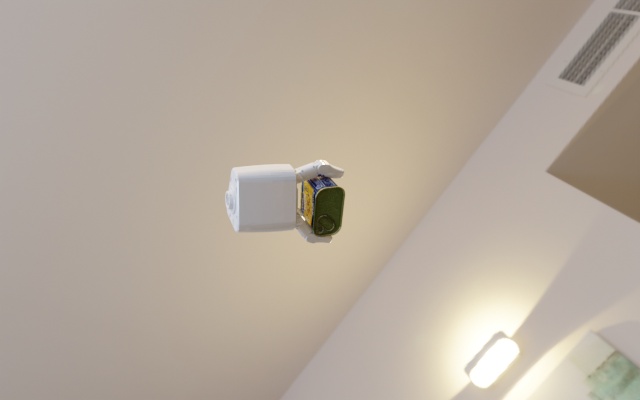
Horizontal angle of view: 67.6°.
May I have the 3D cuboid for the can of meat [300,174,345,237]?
[{"bbox_3d":[0.000,0.003,0.889,0.057,0.102,0.084,-7,30,-21],"label":"can of meat"}]
